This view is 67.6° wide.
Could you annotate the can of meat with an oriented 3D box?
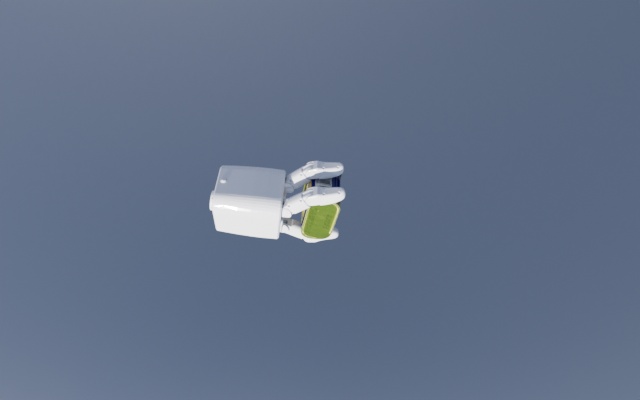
[{"bbox_3d":[0.000,0.003,0.786,0.057,0.083,0.102,9,-44,-7],"label":"can of meat"}]
